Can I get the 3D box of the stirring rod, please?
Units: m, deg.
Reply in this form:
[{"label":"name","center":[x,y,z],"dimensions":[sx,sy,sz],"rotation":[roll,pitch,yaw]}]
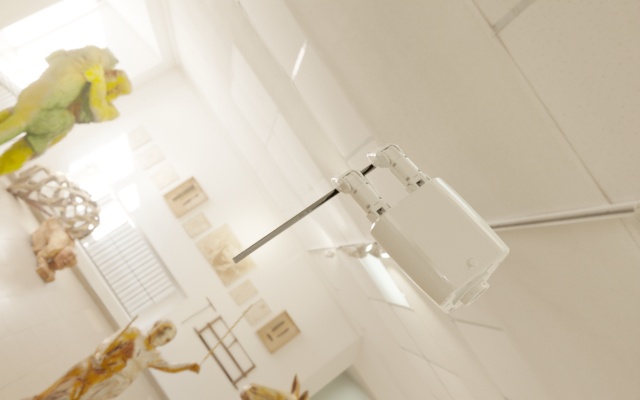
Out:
[{"label":"stirring rod","center":[0.000,0.002,0.559],"dimensions":[0.239,0.011,0.011],"rotation":[-34,9,-13]}]
